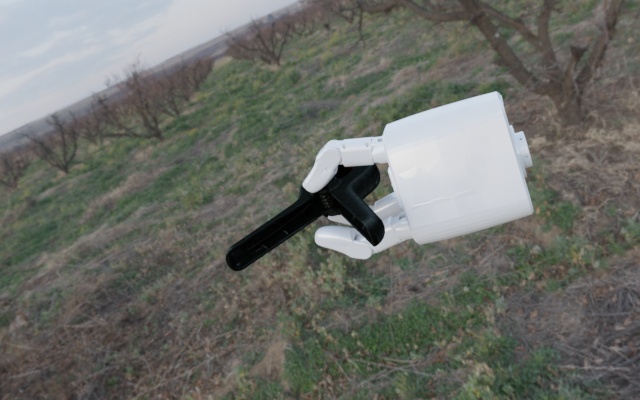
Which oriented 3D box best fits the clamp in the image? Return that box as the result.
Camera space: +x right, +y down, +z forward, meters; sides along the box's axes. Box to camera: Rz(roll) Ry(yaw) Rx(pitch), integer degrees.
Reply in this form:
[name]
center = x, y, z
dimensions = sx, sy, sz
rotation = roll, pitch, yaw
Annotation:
[clamp]
center = 0.000, 0.001, 0.502
dimensions = 0.164, 0.036, 0.210
rotation = -16, 22, 22
